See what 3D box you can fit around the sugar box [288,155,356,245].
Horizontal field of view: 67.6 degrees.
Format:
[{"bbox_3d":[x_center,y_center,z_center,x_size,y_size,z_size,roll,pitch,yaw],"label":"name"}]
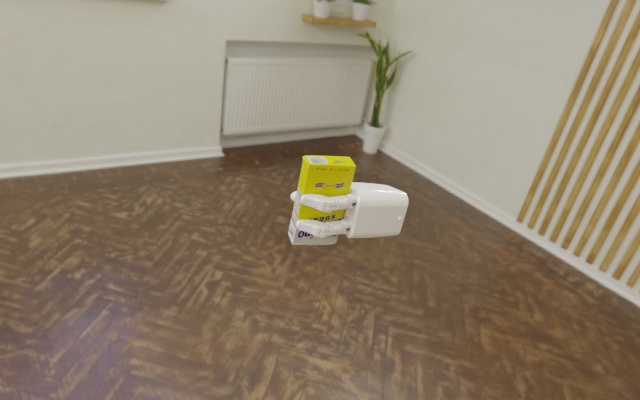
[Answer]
[{"bbox_3d":[0.000,0.003,0.895,0.093,0.176,0.048,1,29,-19],"label":"sugar box"}]
